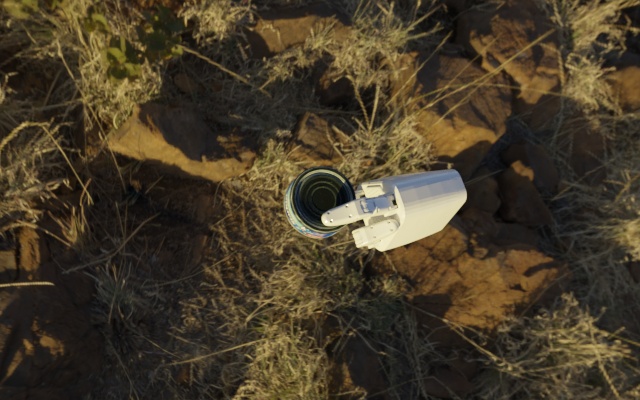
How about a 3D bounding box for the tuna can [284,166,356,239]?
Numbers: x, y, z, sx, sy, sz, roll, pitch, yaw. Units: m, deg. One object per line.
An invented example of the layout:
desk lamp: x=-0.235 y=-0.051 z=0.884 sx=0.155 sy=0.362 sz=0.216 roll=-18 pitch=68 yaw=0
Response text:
tuna can: x=0.000 y=0.002 z=0.586 sx=0.086 sy=0.086 sz=0.034 roll=0 pitch=-13 yaw=-17
